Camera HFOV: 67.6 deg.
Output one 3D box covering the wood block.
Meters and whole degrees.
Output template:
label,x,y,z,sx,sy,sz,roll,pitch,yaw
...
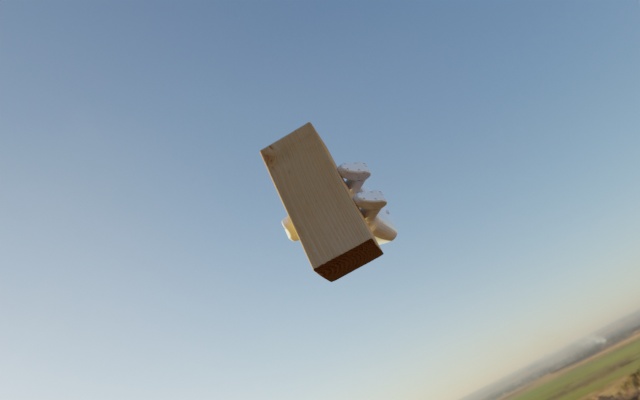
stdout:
label,x,y,z,sx,sy,sz,roll,pitch,yaw
wood block,0.000,0.002,0.702,0.091,0.206,0.090,-30,-27,6
